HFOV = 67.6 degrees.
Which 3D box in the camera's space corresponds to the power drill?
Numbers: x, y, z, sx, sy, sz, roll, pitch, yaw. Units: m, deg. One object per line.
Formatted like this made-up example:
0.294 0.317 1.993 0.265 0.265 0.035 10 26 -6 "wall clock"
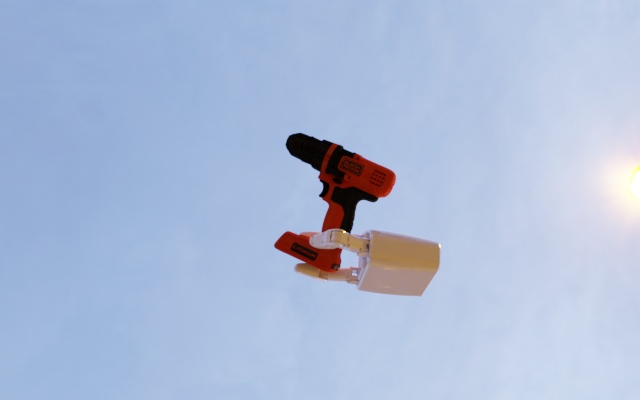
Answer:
0.000 0.003 0.739 0.184 0.187 0.057 25 0 15 "power drill"
